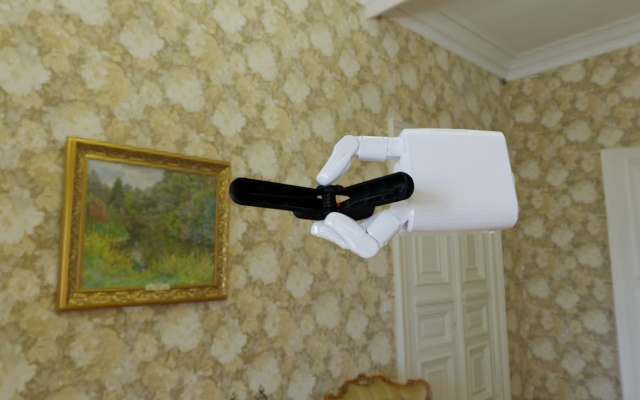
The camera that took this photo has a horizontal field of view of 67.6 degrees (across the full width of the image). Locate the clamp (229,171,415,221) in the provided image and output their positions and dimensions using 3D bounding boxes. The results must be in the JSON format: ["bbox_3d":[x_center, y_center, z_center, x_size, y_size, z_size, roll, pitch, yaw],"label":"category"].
[{"bbox_3d":[0.000,0.001,0.508,0.164,0.036,0.210,0,-8,0],"label":"clamp"}]
